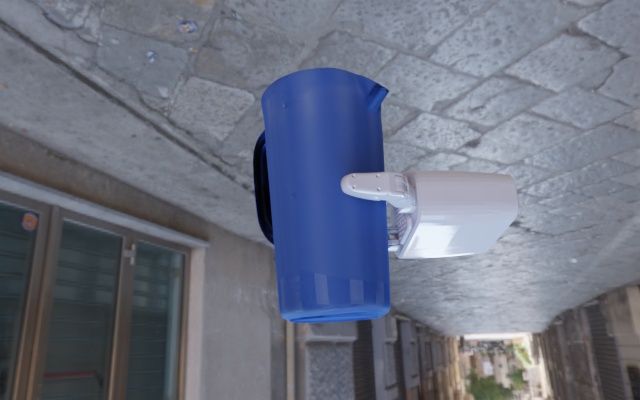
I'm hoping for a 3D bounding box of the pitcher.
[{"bbox_3d":[0.000,0.002,0.501,0.145,0.242,0.149,-1,-17,-6],"label":"pitcher"}]
